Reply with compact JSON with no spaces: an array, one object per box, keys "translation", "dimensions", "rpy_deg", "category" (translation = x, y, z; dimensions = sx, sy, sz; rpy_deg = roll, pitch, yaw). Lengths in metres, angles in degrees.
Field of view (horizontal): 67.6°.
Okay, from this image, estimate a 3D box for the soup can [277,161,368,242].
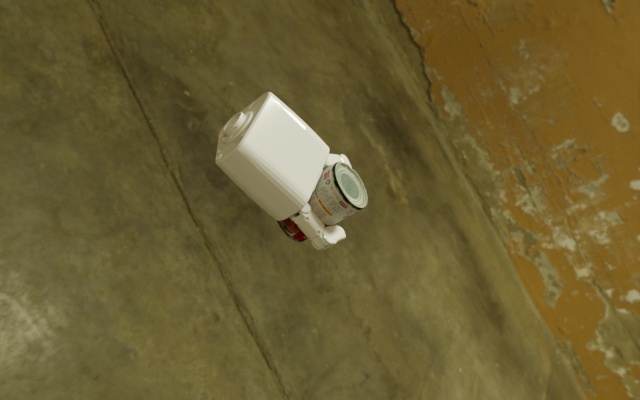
[{"translation":[0.001,0.002,0.610],"dimensions":[0.102,0.068,0.068],"rpy_deg":[-30,-16,29],"category":"soup can"}]
